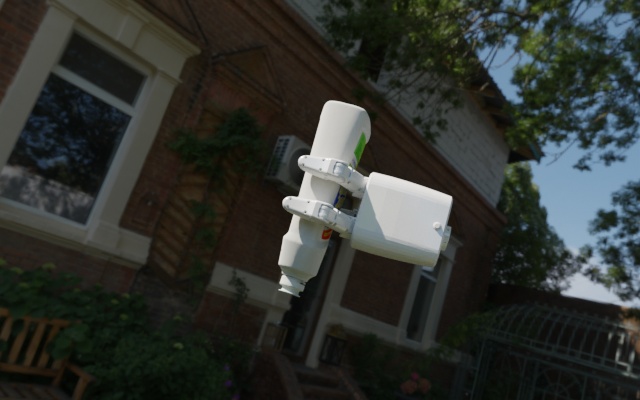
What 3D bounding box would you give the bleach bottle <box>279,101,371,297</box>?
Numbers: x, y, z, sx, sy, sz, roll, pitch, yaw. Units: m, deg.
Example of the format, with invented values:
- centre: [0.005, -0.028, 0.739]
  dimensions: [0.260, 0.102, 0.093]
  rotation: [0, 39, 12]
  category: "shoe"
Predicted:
- centre: [0.000, 0.002, 0.629]
  dimensions: [0.068, 0.250, 0.102]
  rotation: [16, -13, 10]
  category: "bleach bottle"
